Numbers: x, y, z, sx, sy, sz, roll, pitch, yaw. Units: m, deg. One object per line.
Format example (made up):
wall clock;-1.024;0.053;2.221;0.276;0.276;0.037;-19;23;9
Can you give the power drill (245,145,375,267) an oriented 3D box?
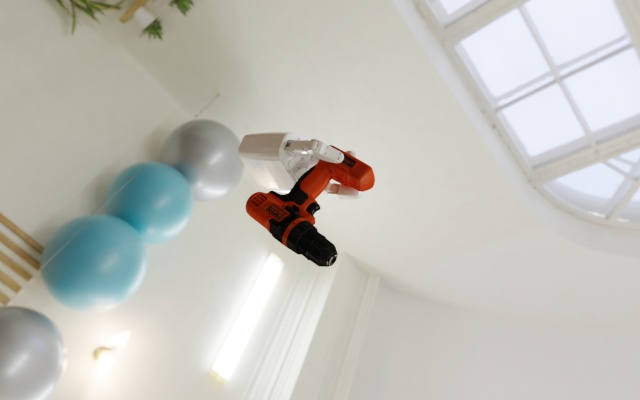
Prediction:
power drill;0.000;0.002;0.760;0.184;0.057;0.187;34;61;30
